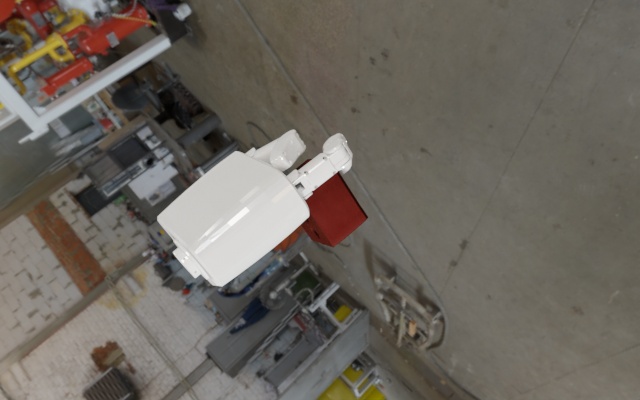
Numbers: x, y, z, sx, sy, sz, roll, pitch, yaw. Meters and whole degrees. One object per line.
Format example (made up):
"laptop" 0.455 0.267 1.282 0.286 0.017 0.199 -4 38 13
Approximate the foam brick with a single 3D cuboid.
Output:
"foam brick" 0.000 0.002 0.495 0.051 0.078 0.053 -42 21 -19
